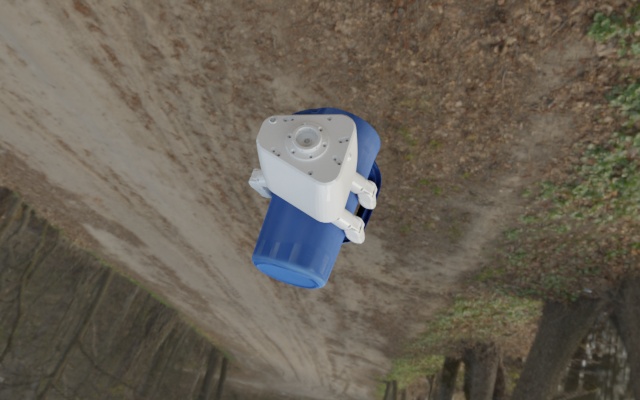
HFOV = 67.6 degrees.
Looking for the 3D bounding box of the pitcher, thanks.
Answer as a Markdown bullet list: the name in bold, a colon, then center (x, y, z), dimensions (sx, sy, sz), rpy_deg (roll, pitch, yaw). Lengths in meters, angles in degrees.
- **pitcher**: center (0.000, 0.002, 0.695), dimensions (0.149, 0.242, 0.145), rpy_deg (16, -22, 9)
